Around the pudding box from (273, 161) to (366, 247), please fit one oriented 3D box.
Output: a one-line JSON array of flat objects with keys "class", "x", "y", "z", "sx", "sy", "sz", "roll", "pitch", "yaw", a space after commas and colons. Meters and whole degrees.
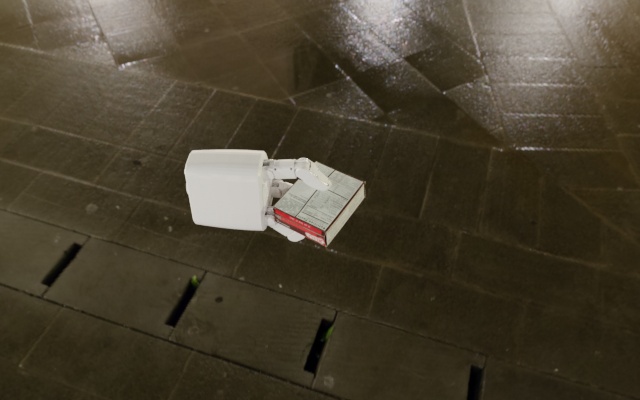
[{"class": "pudding box", "x": 0.000, "y": 0.002, "z": 0.685, "sx": 0.090, "sy": 0.113, "sz": 0.039, "roll": 25, "pitch": -34, "yaw": 22}]
